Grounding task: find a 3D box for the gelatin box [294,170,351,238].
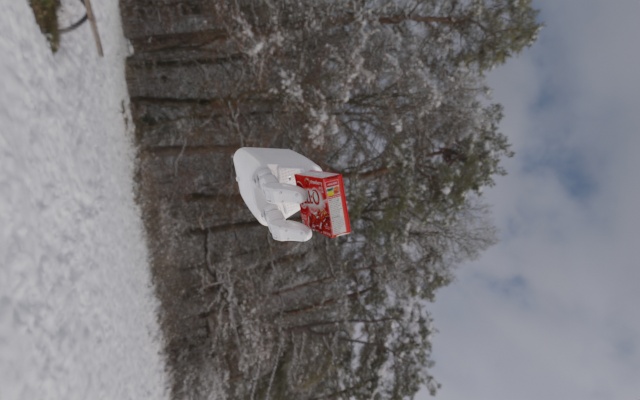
[{"bbox_3d":[0.001,0.002,0.598,0.030,0.073,0.089,-14,13,-24],"label":"gelatin box"}]
